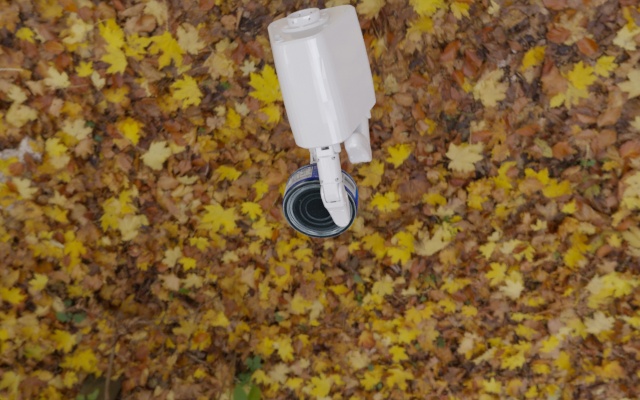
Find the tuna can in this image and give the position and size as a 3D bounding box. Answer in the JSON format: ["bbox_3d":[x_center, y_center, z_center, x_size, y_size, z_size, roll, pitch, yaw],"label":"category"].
[{"bbox_3d":[0.000,0.002,0.544,0.086,0.086,0.033,0,37,6],"label":"tuna can"}]
